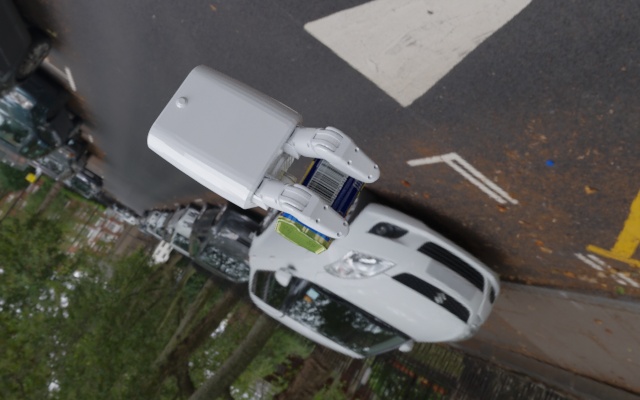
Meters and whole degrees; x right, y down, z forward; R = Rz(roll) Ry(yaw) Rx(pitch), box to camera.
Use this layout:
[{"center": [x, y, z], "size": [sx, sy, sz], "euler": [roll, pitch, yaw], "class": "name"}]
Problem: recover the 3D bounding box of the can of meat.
[{"center": [0.000, 0.002, 0.454], "size": [0.057, 0.084, 0.102], "euler": [31, -13, 0], "class": "can of meat"}]
